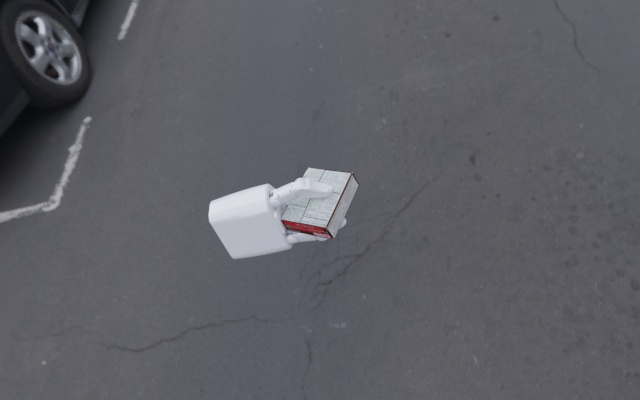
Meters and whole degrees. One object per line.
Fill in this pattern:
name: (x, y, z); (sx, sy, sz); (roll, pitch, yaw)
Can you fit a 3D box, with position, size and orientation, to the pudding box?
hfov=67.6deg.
pudding box: (0.000, 0.002, 0.771); (0.090, 0.113, 0.039); (10, -28, 31)
